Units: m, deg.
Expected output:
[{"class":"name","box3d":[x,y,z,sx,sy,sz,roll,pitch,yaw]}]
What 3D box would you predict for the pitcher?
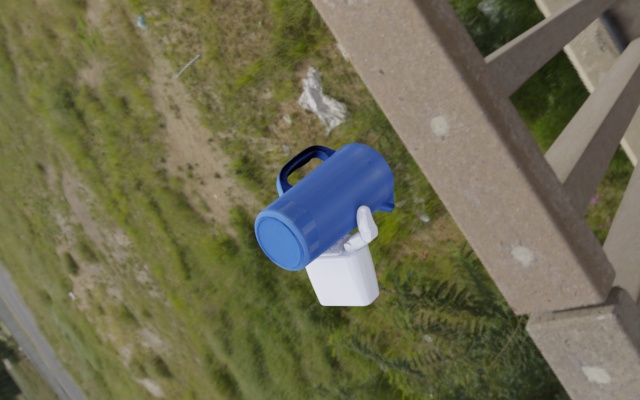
[{"class":"pitcher","box3d":[0.000,0.003,0.797,0.149,0.145,0.242,1,28,42]}]
